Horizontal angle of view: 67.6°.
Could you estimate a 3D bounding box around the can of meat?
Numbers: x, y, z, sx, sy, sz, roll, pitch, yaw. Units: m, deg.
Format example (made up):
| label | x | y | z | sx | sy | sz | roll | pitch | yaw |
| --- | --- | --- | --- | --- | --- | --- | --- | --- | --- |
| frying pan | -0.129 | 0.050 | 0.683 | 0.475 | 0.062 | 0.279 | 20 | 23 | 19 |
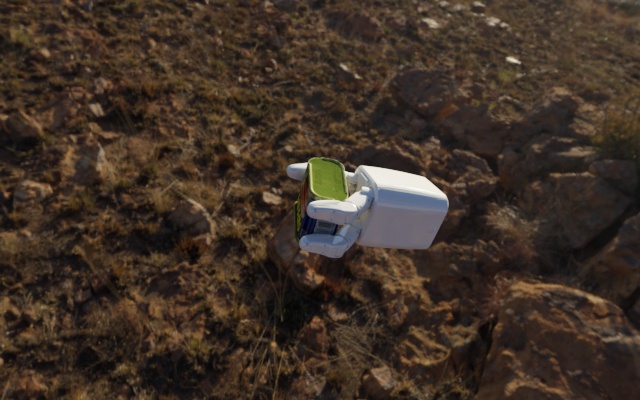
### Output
| label | x | y | z | sx | sy | sz | roll | pitch | yaw |
| --- | --- | --- | --- | --- | --- | --- | --- | --- | --- |
| can of meat | 0.000 | 0.002 | 0.647 | 0.057 | 0.084 | 0.102 | 9 | 37 | -11 |
